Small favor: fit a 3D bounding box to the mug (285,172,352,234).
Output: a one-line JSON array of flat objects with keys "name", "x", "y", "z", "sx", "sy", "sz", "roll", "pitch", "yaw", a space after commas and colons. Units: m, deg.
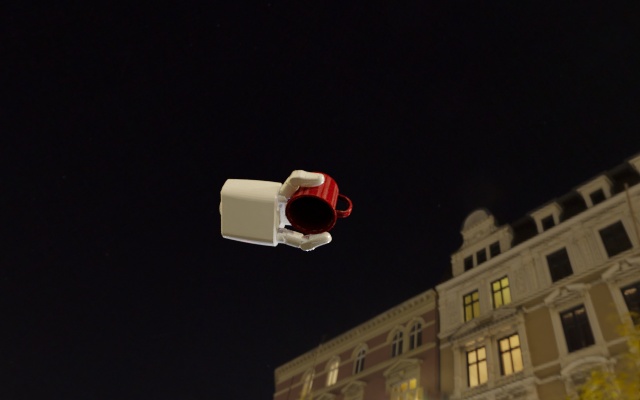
[{"name": "mug", "x": 0.002, "y": 0.003, "z": 0.879, "sx": 0.117, "sy": 0.093, "sz": 0.081, "roll": 7, "pitch": 39, "yaw": 6}]
